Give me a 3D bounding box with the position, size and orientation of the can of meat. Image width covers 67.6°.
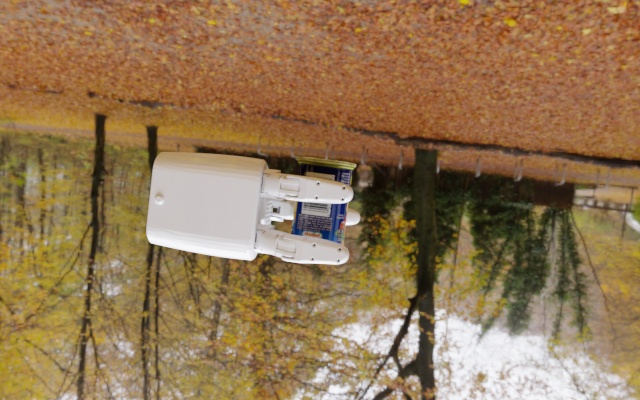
[{"bbox_3d":[0.000,0.002,0.486,0.057,0.084,0.102,7,2,-1],"label":"can of meat"}]
